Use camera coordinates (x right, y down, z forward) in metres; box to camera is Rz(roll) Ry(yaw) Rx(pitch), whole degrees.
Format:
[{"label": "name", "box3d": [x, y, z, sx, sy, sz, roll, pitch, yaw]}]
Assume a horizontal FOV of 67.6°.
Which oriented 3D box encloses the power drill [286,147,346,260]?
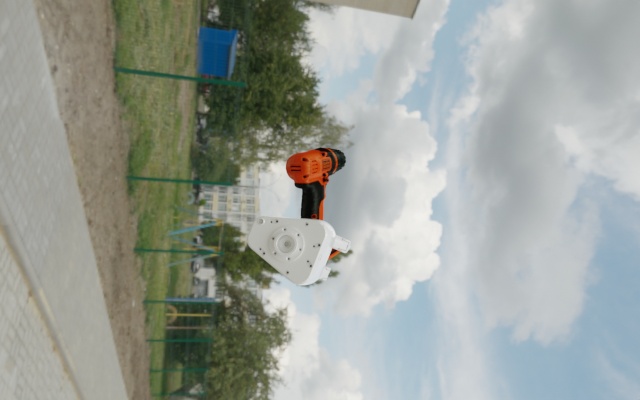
[{"label": "power drill", "box3d": [0.000, 0.003, 0.826, 0.057, 0.188, 0.184, 0, 9, 26]}]
